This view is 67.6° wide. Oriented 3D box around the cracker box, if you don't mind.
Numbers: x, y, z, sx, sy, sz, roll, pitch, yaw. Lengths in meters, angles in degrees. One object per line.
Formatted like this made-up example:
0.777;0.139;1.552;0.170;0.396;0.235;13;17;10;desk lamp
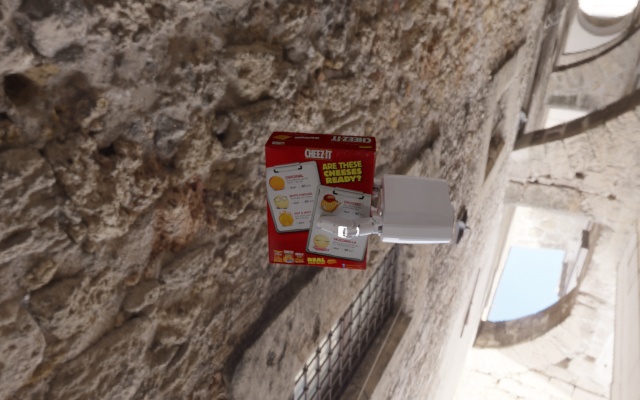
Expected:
0.000;0.003;0.762;0.164;0.214;0.072;4;29;4;cracker box
